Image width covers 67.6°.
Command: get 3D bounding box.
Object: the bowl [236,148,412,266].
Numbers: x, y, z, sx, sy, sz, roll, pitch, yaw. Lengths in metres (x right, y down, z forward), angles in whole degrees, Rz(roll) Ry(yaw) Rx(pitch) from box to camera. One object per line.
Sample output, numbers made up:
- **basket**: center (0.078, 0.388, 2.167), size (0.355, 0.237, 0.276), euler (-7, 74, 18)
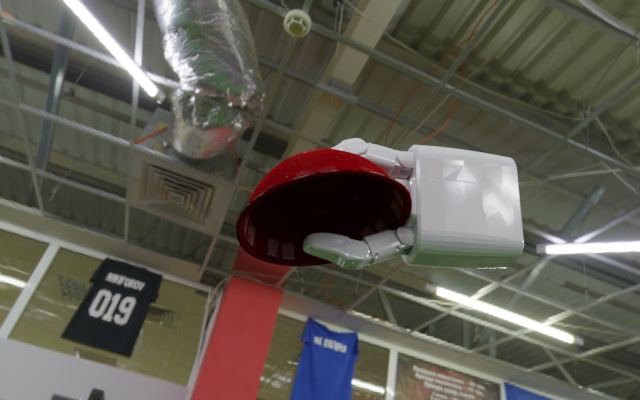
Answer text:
- **bowl**: center (-0.001, 0.001, 0.447), size (0.162, 0.055, 0.162), euler (-9, -33, -6)
